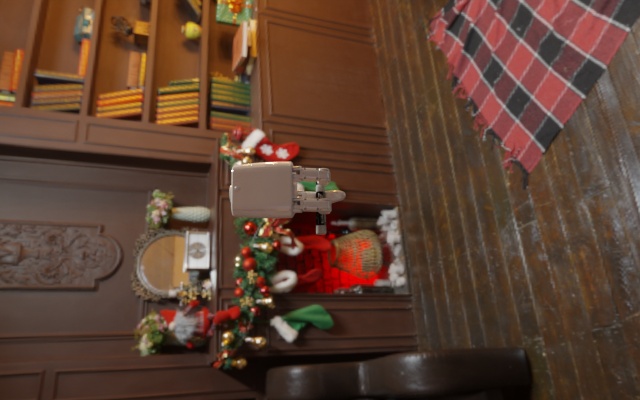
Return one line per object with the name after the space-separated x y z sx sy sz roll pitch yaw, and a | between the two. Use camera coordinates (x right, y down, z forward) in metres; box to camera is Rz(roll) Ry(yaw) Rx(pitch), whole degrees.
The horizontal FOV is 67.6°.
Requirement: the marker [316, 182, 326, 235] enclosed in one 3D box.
0.000 0.003 0.893 0.020 0.121 0.020 -1 -12 0 | marker
